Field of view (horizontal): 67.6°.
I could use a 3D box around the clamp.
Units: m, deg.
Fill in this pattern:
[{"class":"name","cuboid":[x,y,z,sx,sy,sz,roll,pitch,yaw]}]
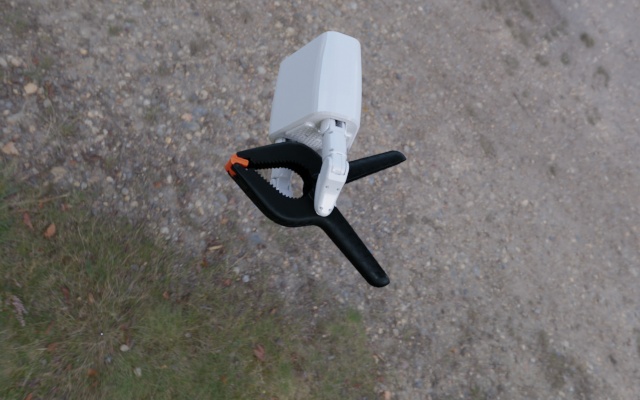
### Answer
[{"class":"clamp","cuboid":[0.000,0.001,0.514,0.210,0.164,0.036,12,-21,-21]}]
